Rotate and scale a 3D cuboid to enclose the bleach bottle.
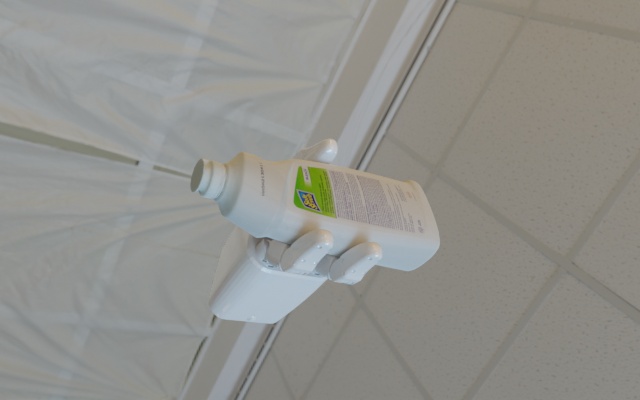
[{"bbox_3d":[0.000,0.002,0.461,0.251,0.102,0.068,16,-47,-32],"label":"bleach bottle"}]
